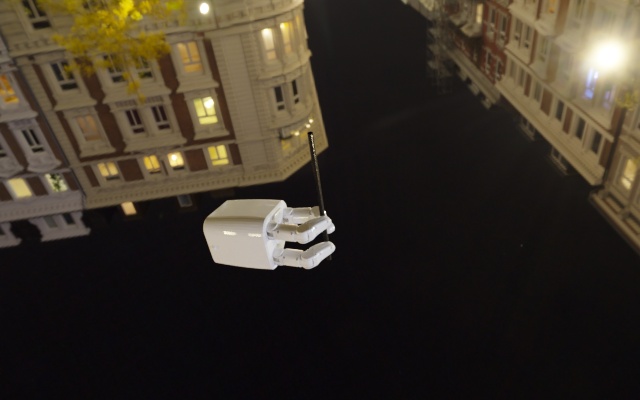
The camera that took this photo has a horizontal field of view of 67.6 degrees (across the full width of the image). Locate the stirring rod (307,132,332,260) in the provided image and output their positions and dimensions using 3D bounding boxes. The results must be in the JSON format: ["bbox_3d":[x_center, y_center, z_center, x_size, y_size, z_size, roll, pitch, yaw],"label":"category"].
[{"bbox_3d":[0.000,0.002,0.730,0.011,0.240,0.011,-6,37,4],"label":"stirring rod"}]
